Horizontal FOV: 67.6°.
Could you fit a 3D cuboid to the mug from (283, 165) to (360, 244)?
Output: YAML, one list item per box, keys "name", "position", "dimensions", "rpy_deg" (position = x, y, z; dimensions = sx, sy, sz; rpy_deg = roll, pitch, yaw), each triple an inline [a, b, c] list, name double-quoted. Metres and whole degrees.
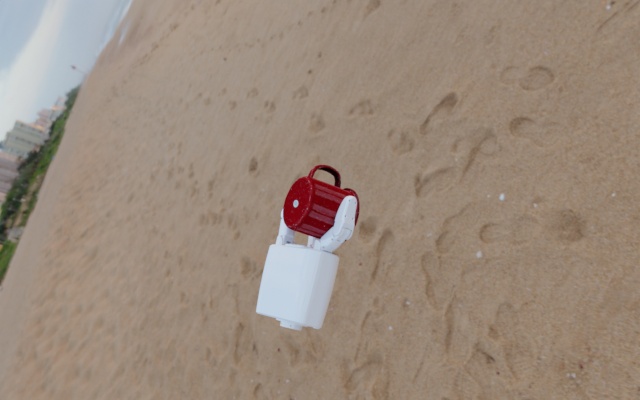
- name: "mug"
  position: [0.000, 0.001, 0.709]
  dimensions: [0.081, 0.117, 0.093]
  rpy_deg: [20, -16, -30]
